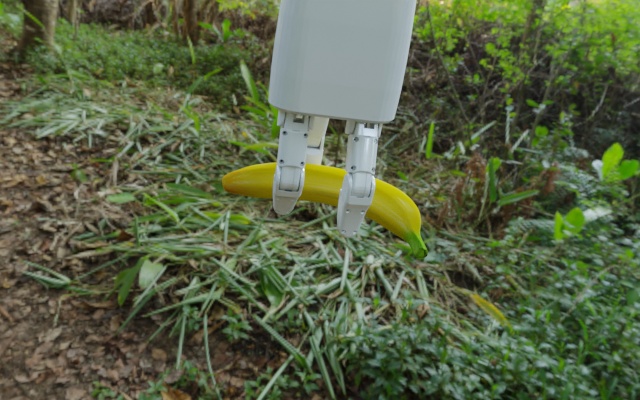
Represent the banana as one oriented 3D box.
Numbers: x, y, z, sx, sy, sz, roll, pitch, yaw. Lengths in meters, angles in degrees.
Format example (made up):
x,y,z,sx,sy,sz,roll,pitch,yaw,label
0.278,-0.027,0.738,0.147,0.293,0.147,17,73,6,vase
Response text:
x,y,z,sx,sy,sz,roll,pitch,yaw,label
0.009,-0.006,0.444,0.198,0.037,0.069,17,31,13,banana
